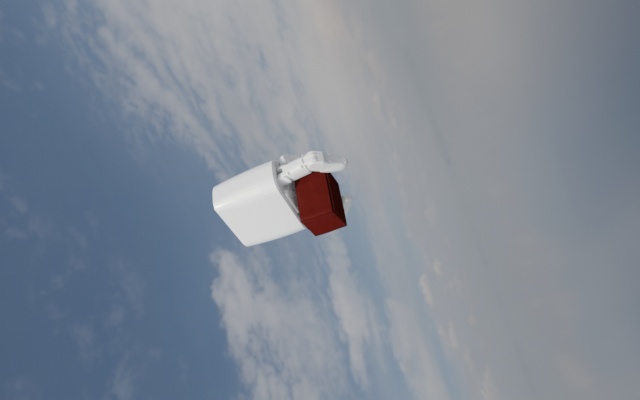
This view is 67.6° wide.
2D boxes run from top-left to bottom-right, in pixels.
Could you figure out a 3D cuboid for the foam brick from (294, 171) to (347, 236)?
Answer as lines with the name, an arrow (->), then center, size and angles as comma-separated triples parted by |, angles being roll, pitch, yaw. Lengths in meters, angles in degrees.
foam brick -> 0.000, 0.002, 0.682 | 0.051, 0.078, 0.053 | -20, -35, 14
